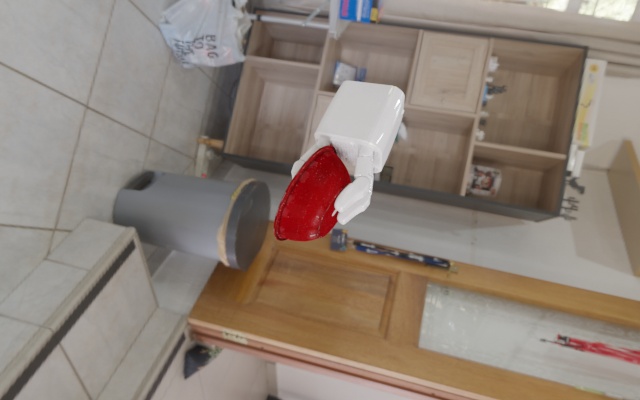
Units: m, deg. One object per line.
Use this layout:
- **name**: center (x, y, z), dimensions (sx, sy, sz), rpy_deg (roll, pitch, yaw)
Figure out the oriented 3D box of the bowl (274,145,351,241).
- **bowl**: center (0.000, 0.004, 0.703), dimensions (0.055, 0.162, 0.162), rpy_deg (31, 10, 17)
